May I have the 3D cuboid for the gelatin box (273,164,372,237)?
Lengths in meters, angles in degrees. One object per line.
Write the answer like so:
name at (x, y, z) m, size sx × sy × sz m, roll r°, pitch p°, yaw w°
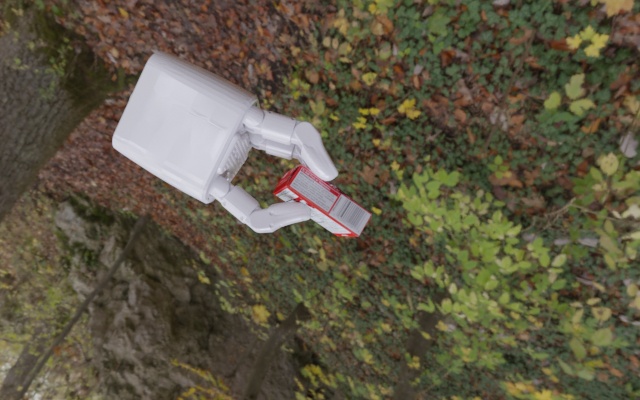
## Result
gelatin box at (0.000, 0.002, 0.486) m, size 0.089 × 0.030 × 0.073 m, roll 35°, pitch -12°, yaw -9°
